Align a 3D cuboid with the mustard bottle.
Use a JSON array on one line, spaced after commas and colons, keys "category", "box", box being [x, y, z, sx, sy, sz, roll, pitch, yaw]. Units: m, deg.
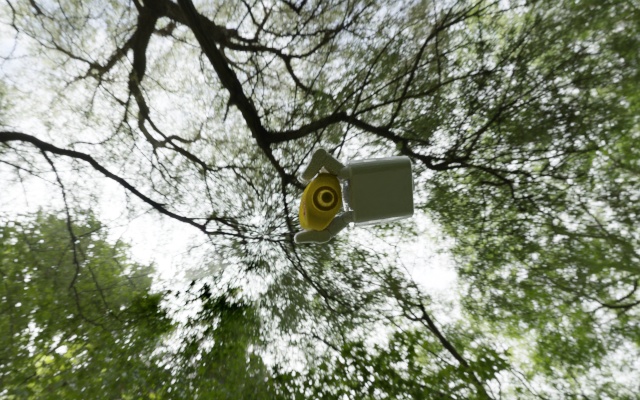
[{"category": "mustard bottle", "box": [0.000, 0.003, 0.801, 0.058, 0.096, 0.191, 17, -6, -5]}]
